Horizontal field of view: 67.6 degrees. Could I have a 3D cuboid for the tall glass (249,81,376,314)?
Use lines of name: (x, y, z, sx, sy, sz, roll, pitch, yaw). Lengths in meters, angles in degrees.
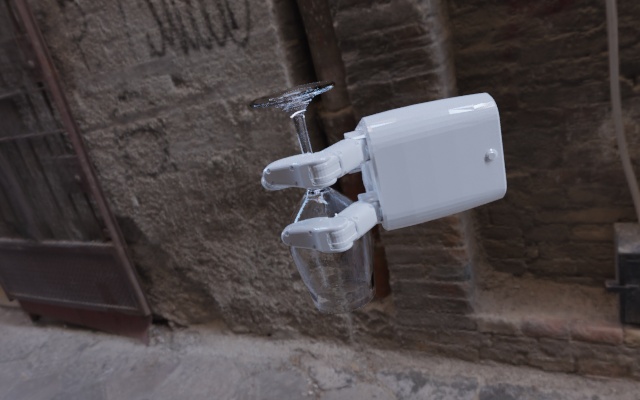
tall glass: (0.000, 0.001, 0.430, 0.079, 0.201, 0.079, -13, 20, 5)
